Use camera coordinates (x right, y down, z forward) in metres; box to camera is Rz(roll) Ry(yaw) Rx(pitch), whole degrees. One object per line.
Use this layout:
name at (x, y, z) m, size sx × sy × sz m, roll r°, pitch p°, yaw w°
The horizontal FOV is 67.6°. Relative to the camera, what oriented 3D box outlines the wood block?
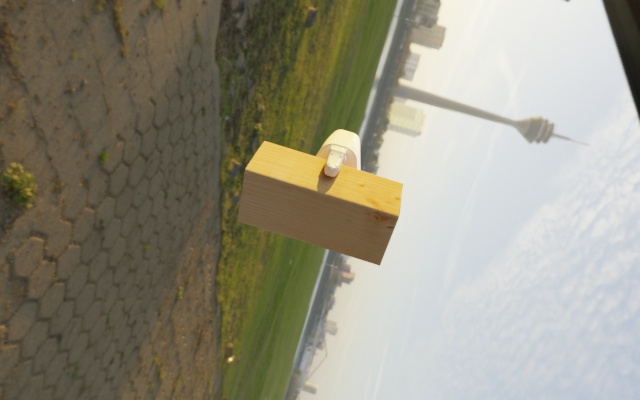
wood block at (0.000, 0.002, 0.664) m, size 0.206 × 0.091 × 0.090 m, roll 17°, pitch 35°, yaw 3°
